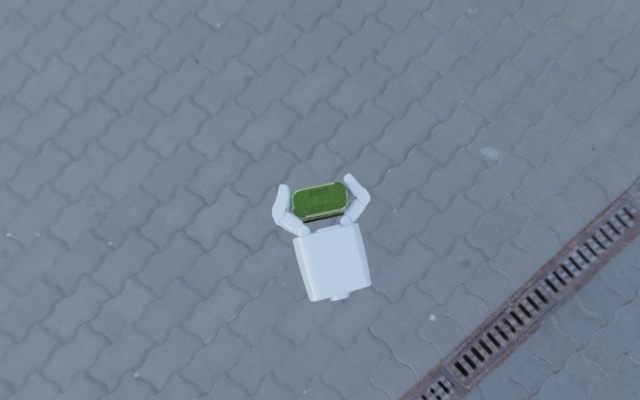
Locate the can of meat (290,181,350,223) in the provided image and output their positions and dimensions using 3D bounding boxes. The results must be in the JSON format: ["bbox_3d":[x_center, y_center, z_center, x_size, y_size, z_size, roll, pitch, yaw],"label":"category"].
[{"bbox_3d":[0.000,0.003,0.814,0.102,0.057,0.084,-12,-5,1],"label":"can of meat"}]
